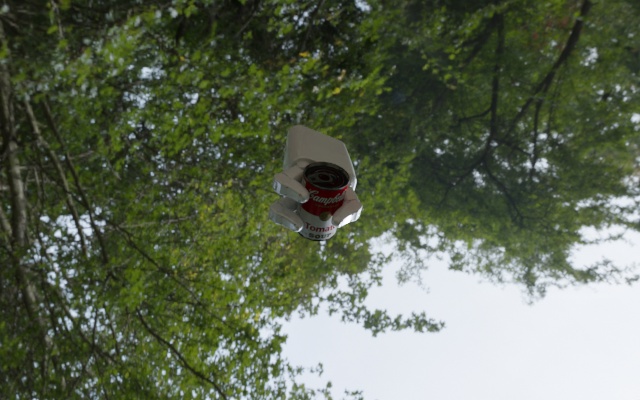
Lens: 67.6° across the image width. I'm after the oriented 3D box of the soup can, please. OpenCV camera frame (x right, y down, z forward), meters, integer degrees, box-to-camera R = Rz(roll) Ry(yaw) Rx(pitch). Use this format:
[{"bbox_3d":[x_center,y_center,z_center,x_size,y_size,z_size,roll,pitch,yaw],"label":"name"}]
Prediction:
[{"bbox_3d":[0.000,0.003,0.716,0.068,0.102,0.068,8,37,-6],"label":"soup can"}]
